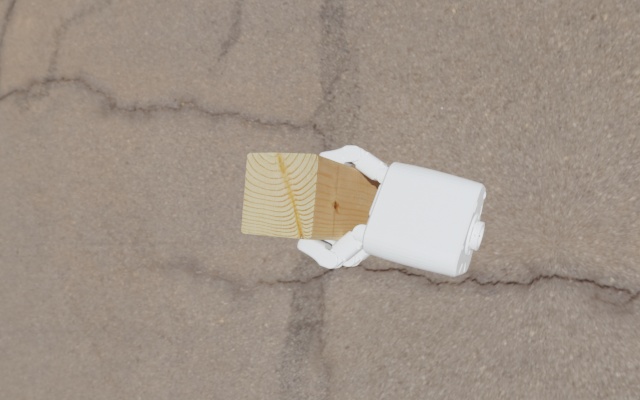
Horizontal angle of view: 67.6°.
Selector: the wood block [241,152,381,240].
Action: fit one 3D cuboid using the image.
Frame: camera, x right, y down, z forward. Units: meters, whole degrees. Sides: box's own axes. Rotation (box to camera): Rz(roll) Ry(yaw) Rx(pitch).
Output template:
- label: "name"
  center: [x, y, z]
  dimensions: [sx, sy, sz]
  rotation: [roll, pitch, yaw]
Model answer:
- label: "wood block"
  center: [0.000, 0.002, 0.594]
  dimensions: [0.090, 0.091, 0.206]
  rotation: [3, -3, 26]
